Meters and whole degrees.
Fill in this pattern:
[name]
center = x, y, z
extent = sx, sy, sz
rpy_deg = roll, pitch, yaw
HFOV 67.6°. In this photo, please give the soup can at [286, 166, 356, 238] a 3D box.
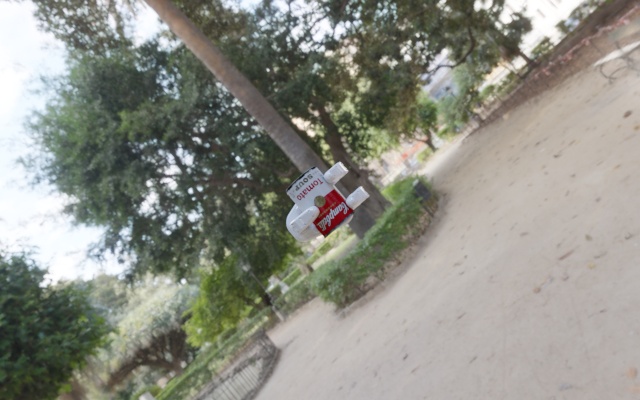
[soup can]
center = 0.000, 0.002, 0.788
extent = 0.068, 0.102, 0.068
rpy_deg = -40, -3, -3
